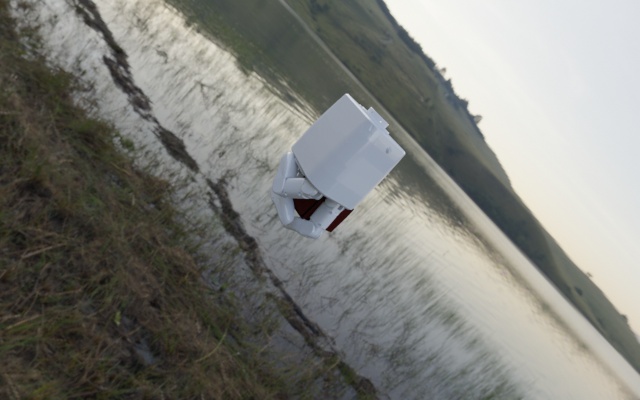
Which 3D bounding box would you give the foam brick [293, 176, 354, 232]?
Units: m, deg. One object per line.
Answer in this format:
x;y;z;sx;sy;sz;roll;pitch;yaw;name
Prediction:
0.000;0.002;0.679;0.078;0.051;0.053;29;20;-52;foam brick
